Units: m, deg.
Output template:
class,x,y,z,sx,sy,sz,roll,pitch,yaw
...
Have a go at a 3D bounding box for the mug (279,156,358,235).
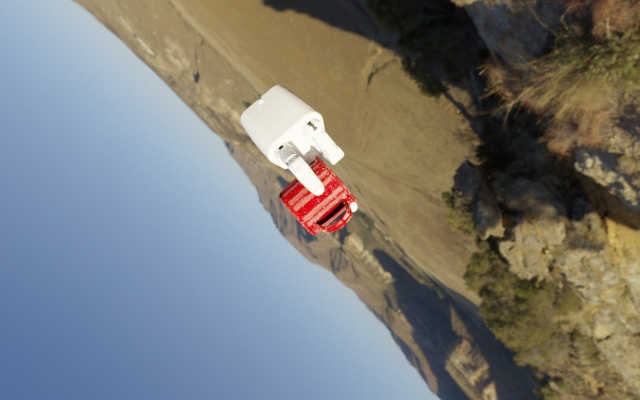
class,x,y,z,sx,sy,sz,roll,pitch,yaw
mug,0.001,0.003,0.691,0.117,0.081,0.093,49,0,40
